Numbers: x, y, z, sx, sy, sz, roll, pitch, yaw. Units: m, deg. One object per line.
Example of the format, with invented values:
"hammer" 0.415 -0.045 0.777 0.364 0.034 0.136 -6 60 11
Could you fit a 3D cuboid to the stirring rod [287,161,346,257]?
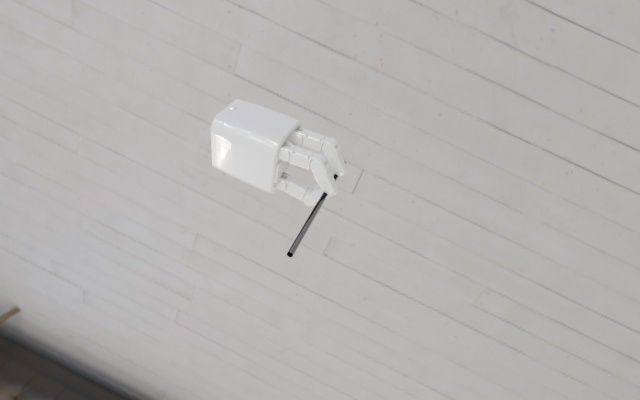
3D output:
"stirring rod" 0.000 0.002 0.666 0.011 0.011 0.239 0 31 21
